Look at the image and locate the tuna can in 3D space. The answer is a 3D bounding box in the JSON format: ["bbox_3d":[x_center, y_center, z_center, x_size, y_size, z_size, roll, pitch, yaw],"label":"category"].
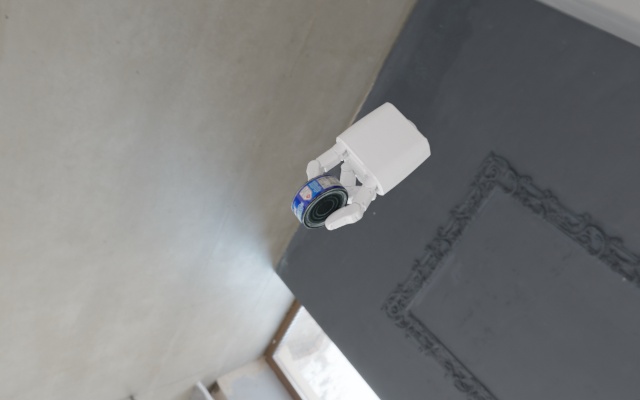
[{"bbox_3d":[0.000,0.003,0.726,0.086,0.086,0.033,0,42,-45],"label":"tuna can"}]
